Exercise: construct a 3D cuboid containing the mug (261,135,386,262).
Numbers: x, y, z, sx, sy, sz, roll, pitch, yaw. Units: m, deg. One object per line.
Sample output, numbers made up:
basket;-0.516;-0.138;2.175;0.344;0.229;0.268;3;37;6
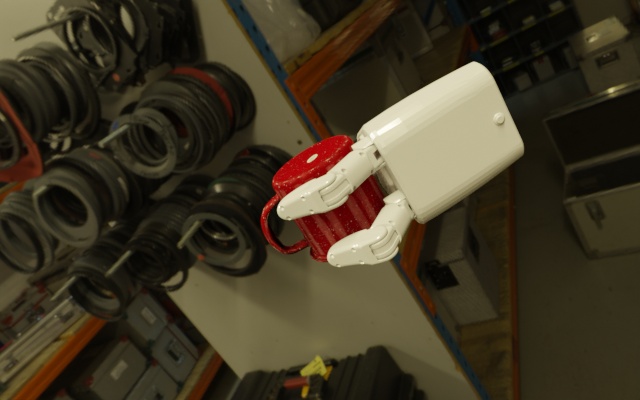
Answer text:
mug;-0.001;0.002;0.431;0.117;0.081;0.093;-32;18;0
